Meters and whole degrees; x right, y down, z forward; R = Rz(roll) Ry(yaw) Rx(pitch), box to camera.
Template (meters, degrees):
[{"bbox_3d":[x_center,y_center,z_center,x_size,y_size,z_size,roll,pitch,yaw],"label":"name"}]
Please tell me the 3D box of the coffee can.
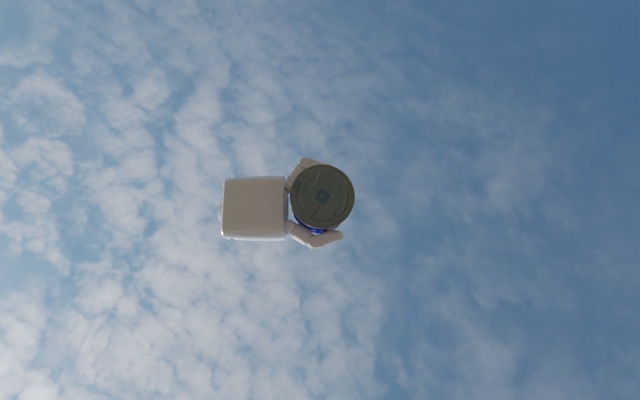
[{"bbox_3d":[0.000,0.003,0.819,0.103,0.103,0.140,0,-8,-2],"label":"coffee can"}]
